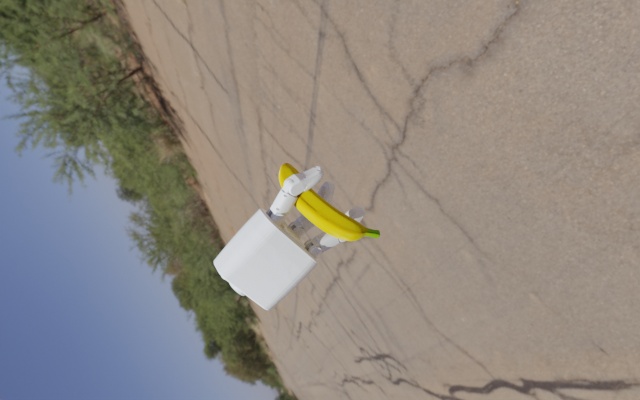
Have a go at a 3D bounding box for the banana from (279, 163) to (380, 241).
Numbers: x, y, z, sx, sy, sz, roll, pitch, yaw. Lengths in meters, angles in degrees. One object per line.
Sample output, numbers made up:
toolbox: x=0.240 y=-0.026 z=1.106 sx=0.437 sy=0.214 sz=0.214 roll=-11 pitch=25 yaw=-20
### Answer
banana: x=-0.007 y=0.004 z=0.694 sx=0.197 sy=0.037 sz=0.069 roll=39 pitch=19 yaw=26
